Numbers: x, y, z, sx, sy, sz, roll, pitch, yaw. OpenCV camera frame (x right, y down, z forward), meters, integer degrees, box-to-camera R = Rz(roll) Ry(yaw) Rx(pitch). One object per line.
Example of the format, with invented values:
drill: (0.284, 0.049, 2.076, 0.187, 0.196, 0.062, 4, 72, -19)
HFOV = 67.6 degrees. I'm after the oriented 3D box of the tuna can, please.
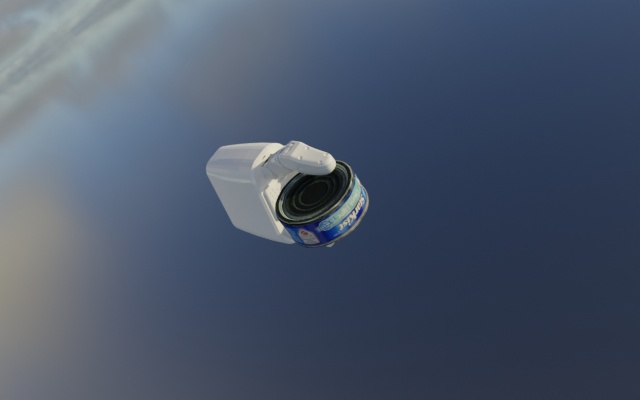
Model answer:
tuna can: (0.000, 0.001, 0.454, 0.086, 0.086, 0.034, 0, -42, 38)
